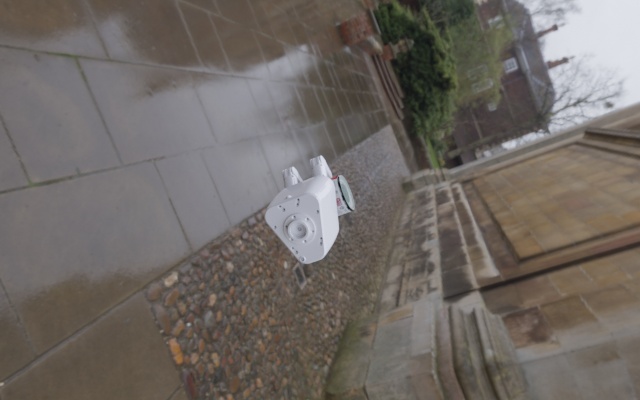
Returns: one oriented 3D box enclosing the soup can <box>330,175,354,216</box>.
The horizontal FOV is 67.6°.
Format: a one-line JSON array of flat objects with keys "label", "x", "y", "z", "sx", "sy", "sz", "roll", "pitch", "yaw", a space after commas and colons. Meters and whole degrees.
[{"label": "soup can", "x": 0.001, "y": 0.003, "z": 0.835, "sx": 0.102, "sy": 0.068, "sz": 0.068, "roll": -20, "pitch": -6, "yaw": 16}]
